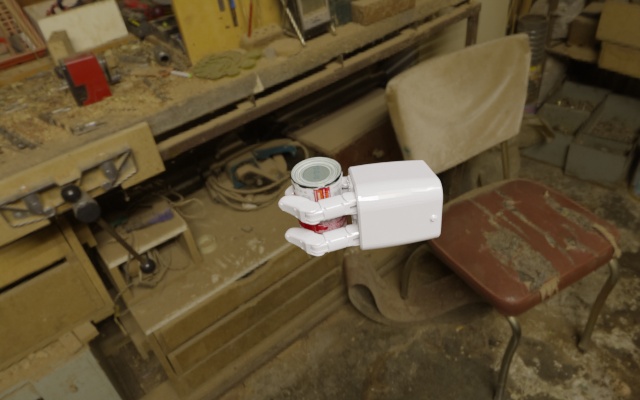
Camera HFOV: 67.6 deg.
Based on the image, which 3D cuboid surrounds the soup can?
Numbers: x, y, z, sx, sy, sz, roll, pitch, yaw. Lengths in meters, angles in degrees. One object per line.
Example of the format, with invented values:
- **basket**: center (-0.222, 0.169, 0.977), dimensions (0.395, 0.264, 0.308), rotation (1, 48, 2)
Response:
- **soup can**: center (0.000, 0.002, 0.638), dimensions (0.068, 0.102, 0.068), rotation (-5, 39, 4)
